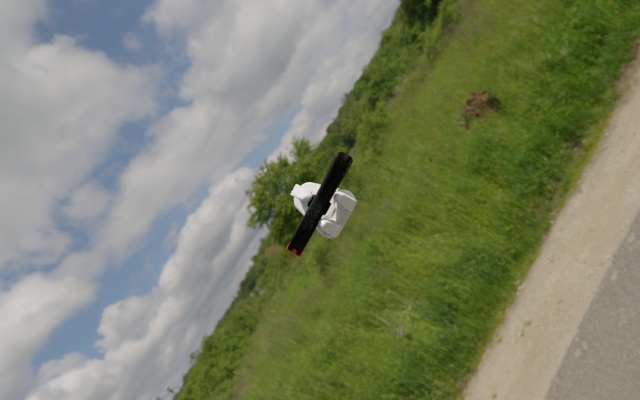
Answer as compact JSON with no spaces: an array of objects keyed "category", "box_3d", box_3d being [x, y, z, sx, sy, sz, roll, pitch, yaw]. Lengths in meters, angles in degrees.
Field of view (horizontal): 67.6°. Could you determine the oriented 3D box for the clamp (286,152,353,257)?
[{"category":"clamp","box_3d":[-0.001,0.003,0.838,0.036,0.210,0.164,29,0,4]}]
